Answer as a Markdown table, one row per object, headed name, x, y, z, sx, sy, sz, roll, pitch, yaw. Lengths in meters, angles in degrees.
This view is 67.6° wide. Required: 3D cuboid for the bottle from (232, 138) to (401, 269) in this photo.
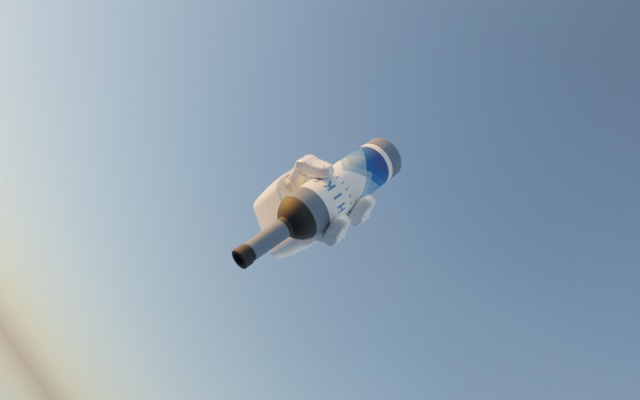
| name | x | y | z | sx | sy | sz | roll | pitch | yaw |
| --- | --- | --- | --- | --- | --- | --- | --- | --- | --- |
| bottle | 0.000 | 0.002 | 0.658 | 0.295 | 0.069 | 0.069 | -35 | 22 | -35 |
